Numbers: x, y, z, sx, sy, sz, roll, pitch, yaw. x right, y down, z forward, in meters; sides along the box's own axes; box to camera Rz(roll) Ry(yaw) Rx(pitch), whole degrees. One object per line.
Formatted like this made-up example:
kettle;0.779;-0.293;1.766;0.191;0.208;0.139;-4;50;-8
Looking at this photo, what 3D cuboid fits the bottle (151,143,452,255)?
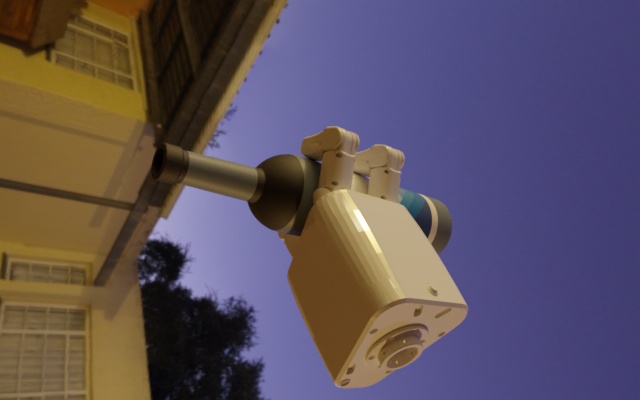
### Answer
bottle;0.000;0.001;0.423;0.296;0.069;0.069;14;-9;-37
